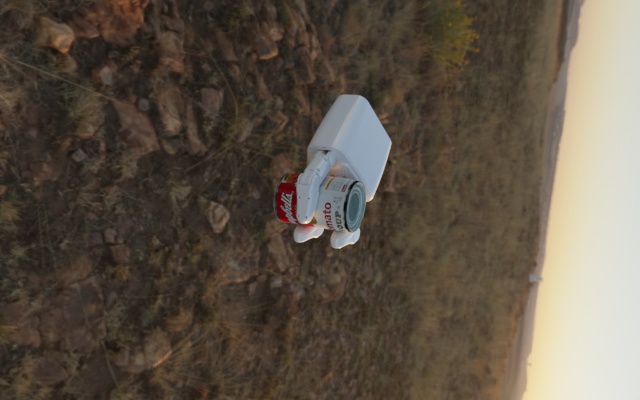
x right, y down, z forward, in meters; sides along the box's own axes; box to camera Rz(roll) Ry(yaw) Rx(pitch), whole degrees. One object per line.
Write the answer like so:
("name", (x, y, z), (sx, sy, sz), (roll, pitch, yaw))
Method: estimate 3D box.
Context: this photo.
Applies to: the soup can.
("soup can", (0.000, 0.002, 0.618), (0.102, 0.068, 0.068), (8, 3, 25))
